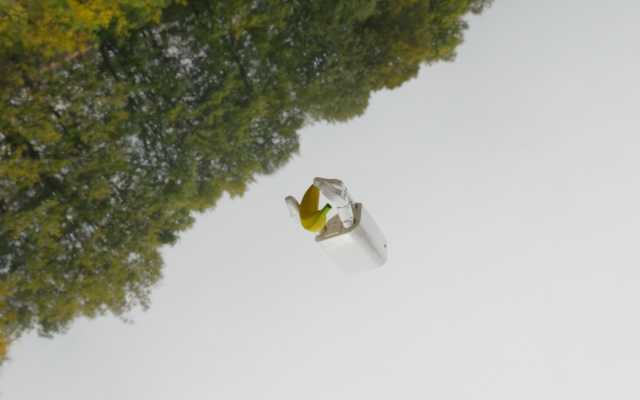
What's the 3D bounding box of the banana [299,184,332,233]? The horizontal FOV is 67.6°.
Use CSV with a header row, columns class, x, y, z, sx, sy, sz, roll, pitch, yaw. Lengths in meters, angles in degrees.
class,x,y,z,sx,sy,sz,roll,pitch,yaw
banana,-0.012,0.017,0.884,0.037,0.069,0.197,41,4,-16
